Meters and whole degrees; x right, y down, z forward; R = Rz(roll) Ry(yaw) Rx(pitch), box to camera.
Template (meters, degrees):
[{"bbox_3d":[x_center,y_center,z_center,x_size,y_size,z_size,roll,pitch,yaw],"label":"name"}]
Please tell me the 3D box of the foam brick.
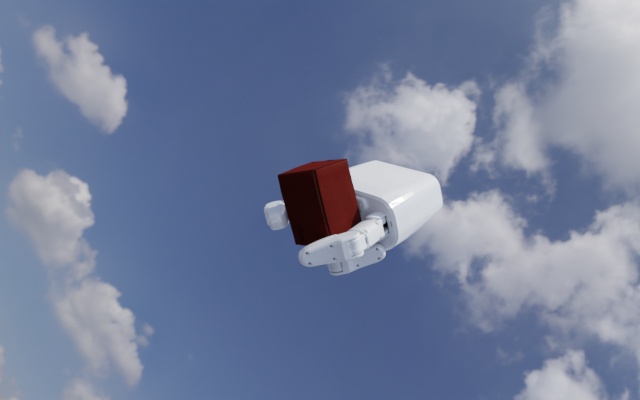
[{"bbox_3d":[0.000,0.001,0.478,0.053,0.078,0.051,-1,18,44],"label":"foam brick"}]
